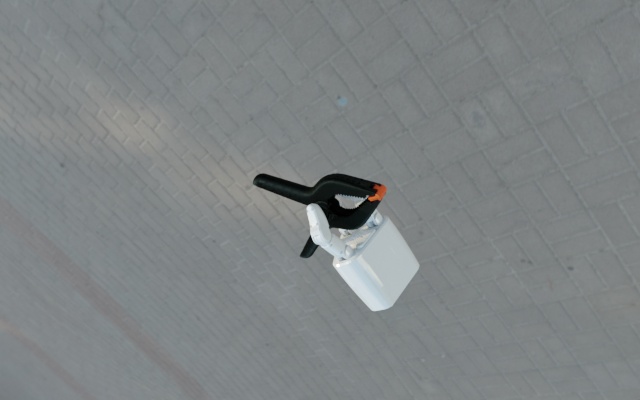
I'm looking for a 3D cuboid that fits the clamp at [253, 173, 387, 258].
[{"bbox_3d":[0.000,0.003,0.721,0.210,0.164,0.036,-23,21,40],"label":"clamp"}]
